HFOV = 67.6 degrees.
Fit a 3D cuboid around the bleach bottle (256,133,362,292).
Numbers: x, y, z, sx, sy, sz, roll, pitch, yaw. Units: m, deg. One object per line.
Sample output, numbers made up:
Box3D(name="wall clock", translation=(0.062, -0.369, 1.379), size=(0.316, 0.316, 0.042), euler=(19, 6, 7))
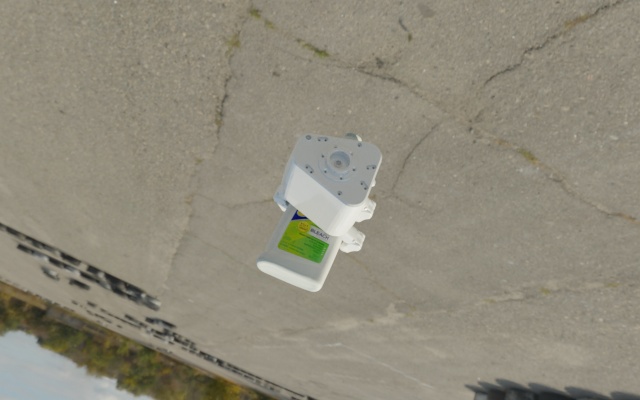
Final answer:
Box3D(name="bleach bottle", translation=(0.000, 0.002, 0.717), size=(0.102, 0.250, 0.068), euler=(23, -23, -1))
